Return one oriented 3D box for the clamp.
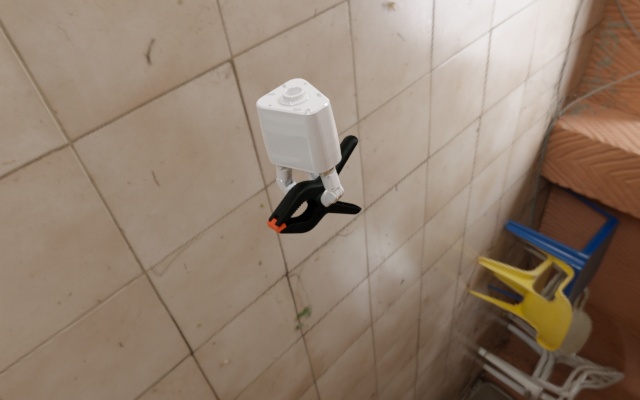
[{"bbox_3d":[0.000,0.003,0.827,0.210,0.165,0.036,-38,45,-27],"label":"clamp"}]
